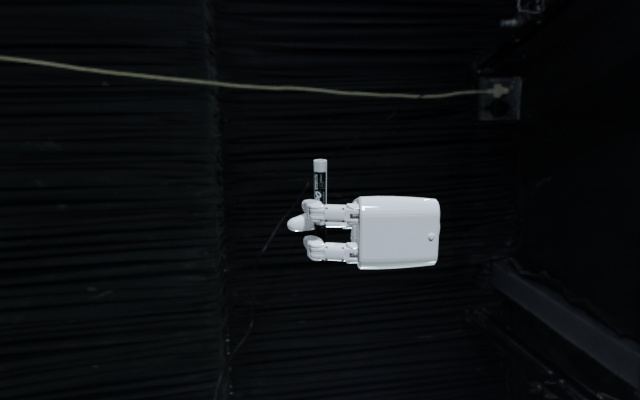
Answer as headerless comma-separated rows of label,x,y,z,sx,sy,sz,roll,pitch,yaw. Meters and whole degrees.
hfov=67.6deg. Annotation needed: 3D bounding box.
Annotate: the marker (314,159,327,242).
marker,0.000,0.002,0.679,0.020,0.121,0.020,0,15,0
